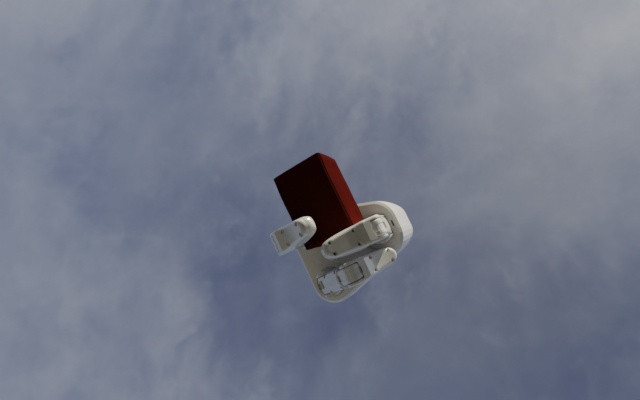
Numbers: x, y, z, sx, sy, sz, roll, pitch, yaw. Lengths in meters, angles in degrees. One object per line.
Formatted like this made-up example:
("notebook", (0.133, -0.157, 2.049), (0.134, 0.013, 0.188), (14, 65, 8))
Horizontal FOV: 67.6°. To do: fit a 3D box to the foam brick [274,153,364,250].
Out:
("foam brick", (0.000, 0.001, 0.462), (0.053, 0.078, 0.051), (-27, -8, 17))
